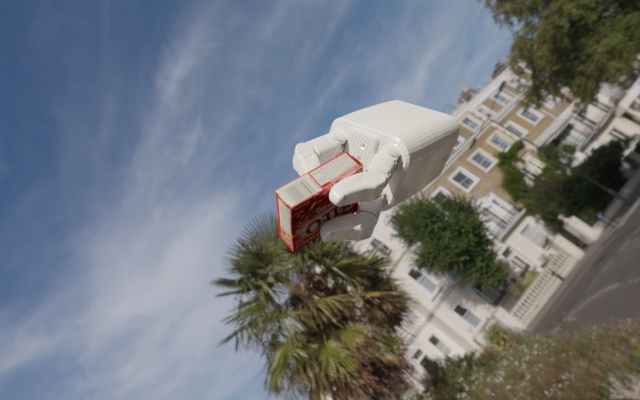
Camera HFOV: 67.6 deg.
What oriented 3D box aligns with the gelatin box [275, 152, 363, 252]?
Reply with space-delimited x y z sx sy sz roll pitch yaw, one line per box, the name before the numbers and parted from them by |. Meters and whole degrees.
gelatin box | 0.000 0.001 0.476 0.089 0.030 0.073 -30 -32 -23
